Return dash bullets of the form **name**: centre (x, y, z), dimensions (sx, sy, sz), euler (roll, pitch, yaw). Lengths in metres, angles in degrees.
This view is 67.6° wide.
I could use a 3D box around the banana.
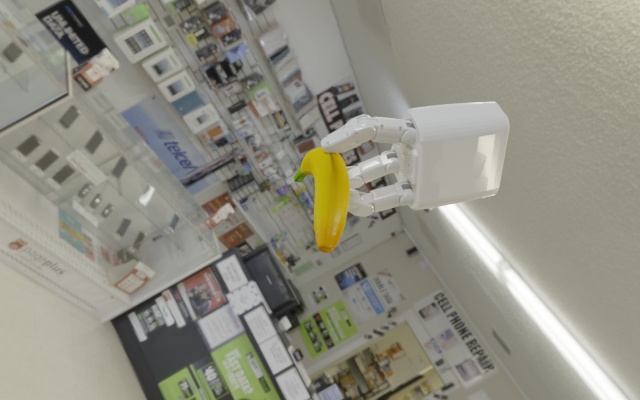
- **banana**: centre (0.005, -0.016, 0.515), dimensions (0.037, 0.070, 0.197), euler (14, 20, -14)
